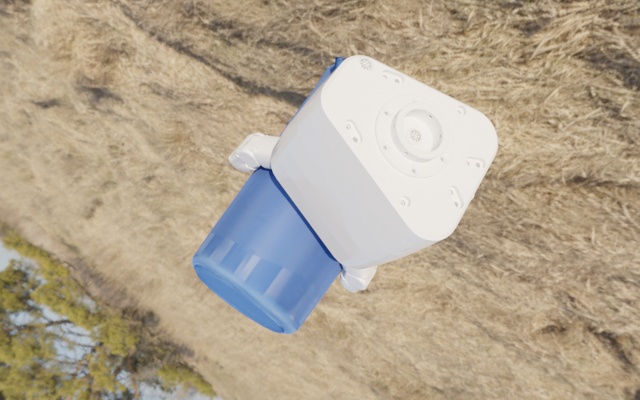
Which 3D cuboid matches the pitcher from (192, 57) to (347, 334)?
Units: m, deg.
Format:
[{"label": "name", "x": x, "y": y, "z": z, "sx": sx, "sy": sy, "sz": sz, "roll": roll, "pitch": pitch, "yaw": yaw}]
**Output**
[{"label": "pitcher", "x": 0.000, "y": 0.001, "z": 0.453, "sx": 0.149, "sy": 0.242, "sz": 0.145, "roll": 39, "pitch": -23, "yaw": -8}]
